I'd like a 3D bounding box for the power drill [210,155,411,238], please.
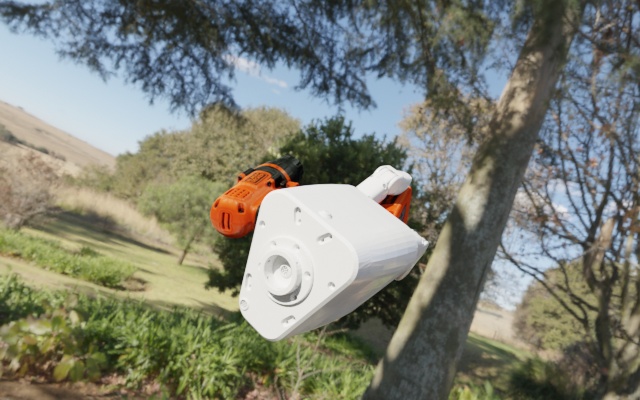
[{"bbox_3d":[0.000,0.002,0.525,0.187,0.057,0.184,10,25,16],"label":"power drill"}]
